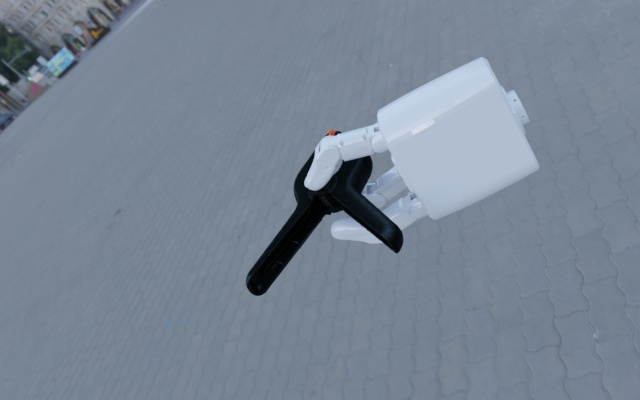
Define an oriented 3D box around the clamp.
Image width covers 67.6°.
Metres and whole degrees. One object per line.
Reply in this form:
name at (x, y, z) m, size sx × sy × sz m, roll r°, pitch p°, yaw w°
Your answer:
clamp at (0.000, 0.001, 0.496) m, size 0.164 × 0.036 × 0.209 m, roll -25°, pitch 35°, yaw 21°
